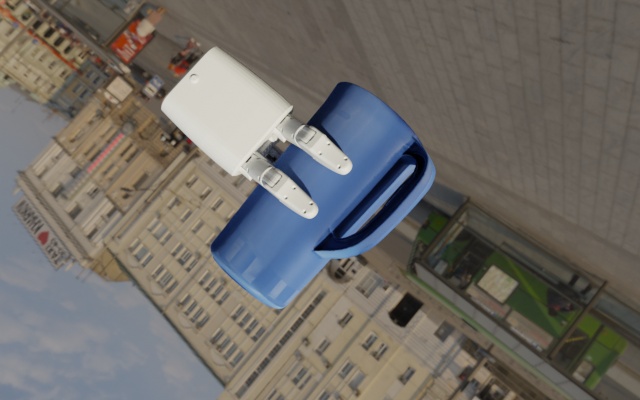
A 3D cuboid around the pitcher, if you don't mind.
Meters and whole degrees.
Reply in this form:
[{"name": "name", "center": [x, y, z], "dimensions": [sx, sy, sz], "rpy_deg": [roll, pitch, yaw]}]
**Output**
[{"name": "pitcher", "center": [0.000, 0.002, 0.529], "dimensions": [0.145, 0.243, 0.149], "rpy_deg": [41, -5, -2]}]
